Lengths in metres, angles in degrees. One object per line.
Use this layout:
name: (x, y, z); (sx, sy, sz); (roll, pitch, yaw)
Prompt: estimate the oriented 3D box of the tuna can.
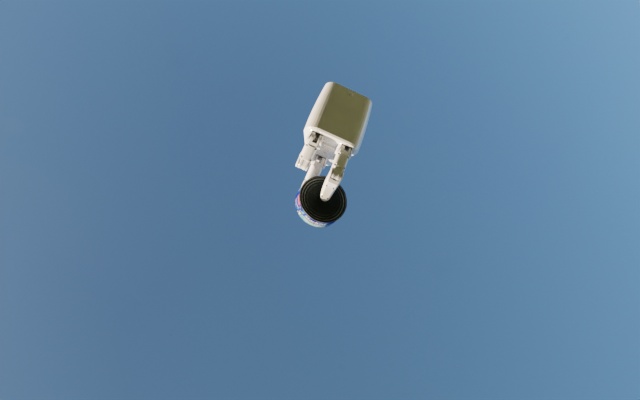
tuna can: (0.000, 0.003, 0.825); (0.086, 0.086, 0.034); (0, -20, -20)
